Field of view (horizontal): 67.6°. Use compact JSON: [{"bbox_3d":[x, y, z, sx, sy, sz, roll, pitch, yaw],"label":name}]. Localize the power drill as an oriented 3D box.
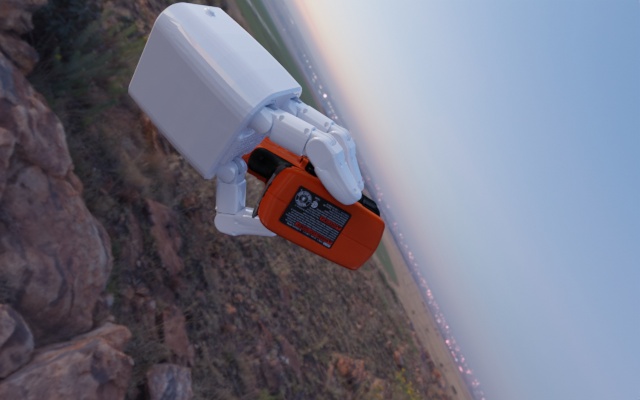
[{"bbox_3d":[0.000,0.002,0.477,0.184,0.057,0.187,27,8,-16],"label":"power drill"}]
